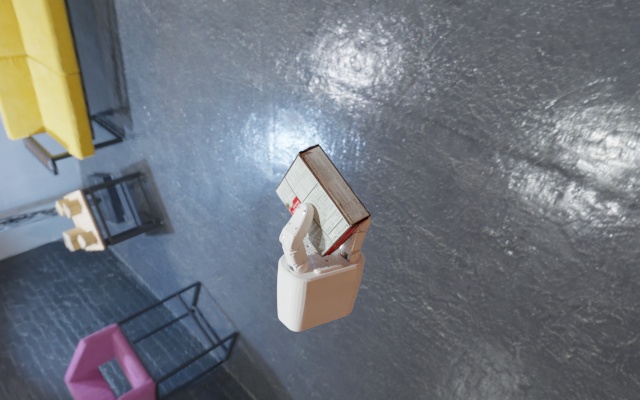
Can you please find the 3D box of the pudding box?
[{"bbox_3d":[0.000,0.002,0.590,0.039,0.113,0.090,-28,-14,-37],"label":"pudding box"}]
